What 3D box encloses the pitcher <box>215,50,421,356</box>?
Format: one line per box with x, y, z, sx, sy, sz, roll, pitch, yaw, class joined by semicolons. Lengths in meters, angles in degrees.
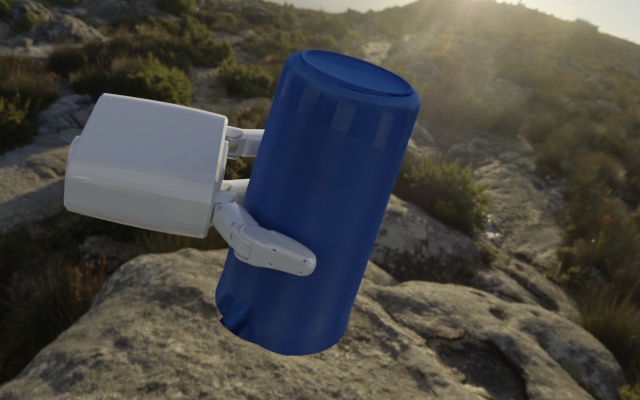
0.000;0.001;0.423;0.145;0.243;0.149;11;29;-14;pitcher
